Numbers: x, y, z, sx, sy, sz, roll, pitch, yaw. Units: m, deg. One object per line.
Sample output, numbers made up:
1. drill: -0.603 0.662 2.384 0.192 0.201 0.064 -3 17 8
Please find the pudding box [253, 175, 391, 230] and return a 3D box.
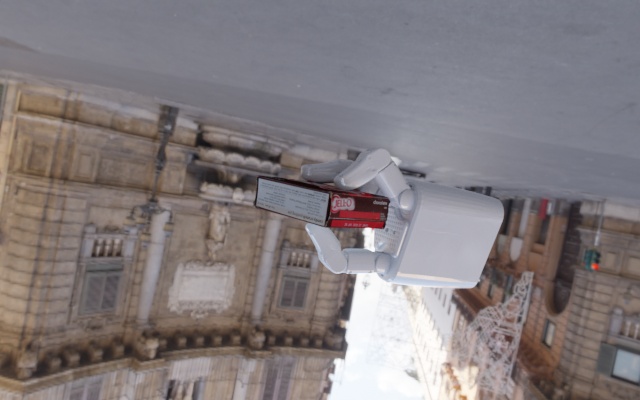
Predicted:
1. pudding box: 0.000 0.002 0.491 0.113 0.039 0.090 11 3 44
